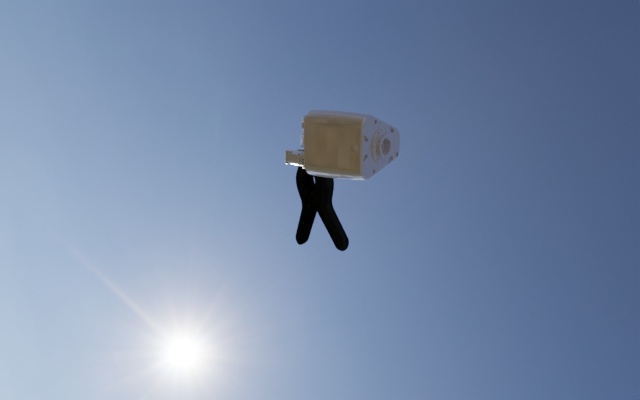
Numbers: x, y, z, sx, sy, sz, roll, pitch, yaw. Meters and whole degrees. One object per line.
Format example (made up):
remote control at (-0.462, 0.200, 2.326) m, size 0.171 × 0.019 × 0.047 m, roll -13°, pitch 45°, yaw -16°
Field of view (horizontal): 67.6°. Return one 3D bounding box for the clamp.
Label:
clamp at (0.000, 0.002, 0.778) m, size 0.120 × 0.171 × 0.039 m, roll 12°, pitch 21°, yaw 41°
